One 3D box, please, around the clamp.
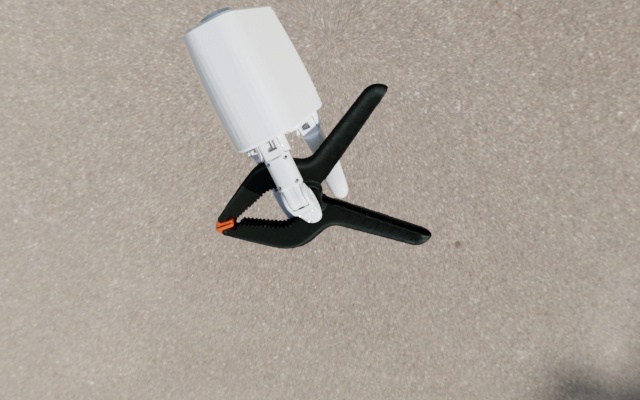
[{"bbox_3d":[-0.001,0.002,0.476,0.210,0.164,0.036,-24,12,9],"label":"clamp"}]
